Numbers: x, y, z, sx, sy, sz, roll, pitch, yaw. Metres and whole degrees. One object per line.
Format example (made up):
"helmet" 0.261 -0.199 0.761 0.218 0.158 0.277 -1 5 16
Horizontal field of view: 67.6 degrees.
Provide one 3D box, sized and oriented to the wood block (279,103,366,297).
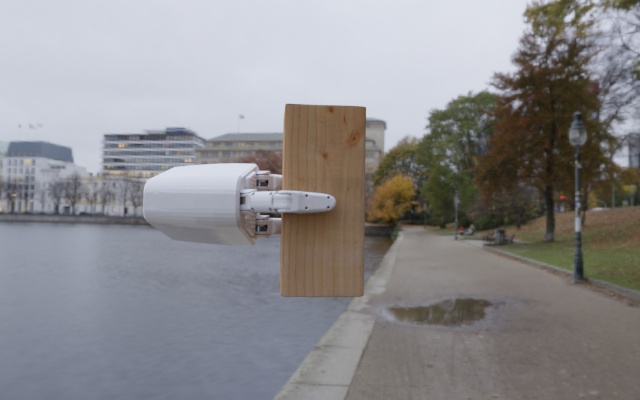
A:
"wood block" 0.000 0.002 0.551 0.090 0.206 0.091 1 -2 -6
